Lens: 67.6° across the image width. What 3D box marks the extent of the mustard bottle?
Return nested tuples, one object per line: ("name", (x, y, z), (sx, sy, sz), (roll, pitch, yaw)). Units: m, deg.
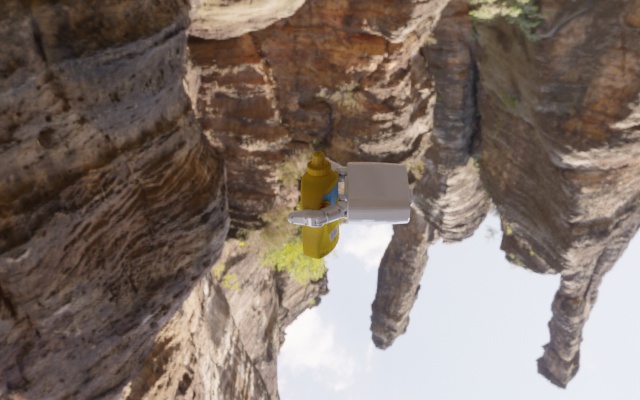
("mustard bottle", (0.000, 0.003, 0.837), (0.058, 0.192, 0.096), (15, 37, 23))
